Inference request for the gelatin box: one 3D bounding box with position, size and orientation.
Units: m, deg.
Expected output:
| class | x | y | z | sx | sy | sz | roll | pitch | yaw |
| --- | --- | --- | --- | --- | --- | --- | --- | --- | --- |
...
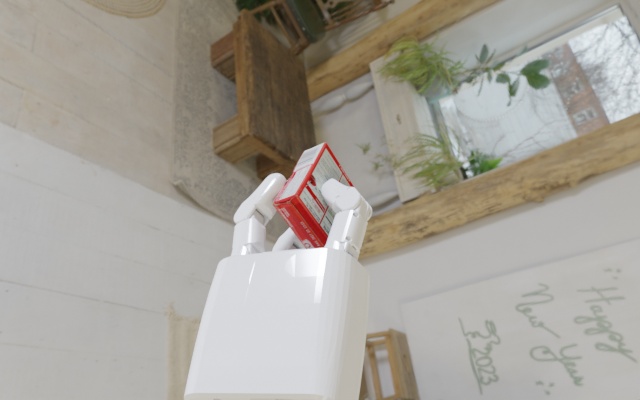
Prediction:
| class | x | y | z | sx | sy | sz | roll | pitch | yaw |
| --- | --- | --- | --- | --- | --- | --- | --- | --- | --- |
| gelatin box | 0.001 | 0.001 | 0.440 | 0.030 | 0.073 | 0.089 | -18 | 29 | 32 |
